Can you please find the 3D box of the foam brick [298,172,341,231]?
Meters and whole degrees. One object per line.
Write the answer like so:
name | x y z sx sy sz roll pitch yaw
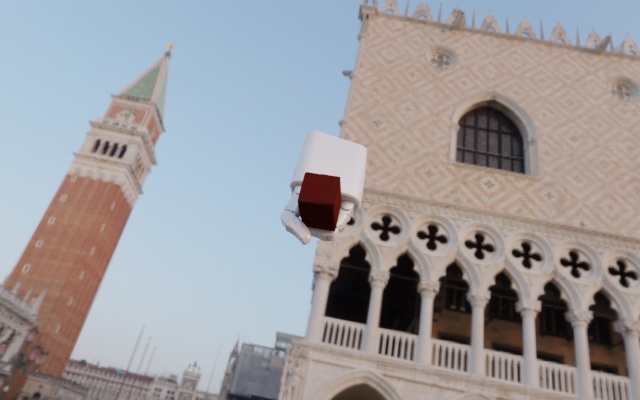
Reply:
foam brick | 0.000 0.002 0.696 0.053 0.051 0.078 9 -29 8
